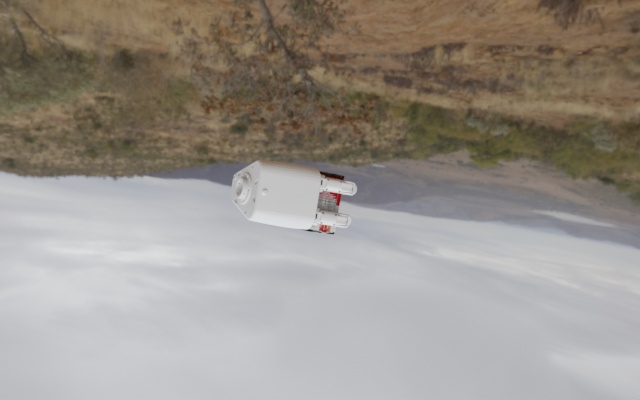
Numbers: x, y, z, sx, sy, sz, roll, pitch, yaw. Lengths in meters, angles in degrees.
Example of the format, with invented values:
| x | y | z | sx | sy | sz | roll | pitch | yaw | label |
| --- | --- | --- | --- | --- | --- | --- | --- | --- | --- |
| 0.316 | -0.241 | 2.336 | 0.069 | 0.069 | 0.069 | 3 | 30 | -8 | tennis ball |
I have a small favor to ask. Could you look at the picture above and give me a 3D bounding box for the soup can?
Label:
| x | y | z | sx | sy | sz | roll | pitch | yaw | label |
| --- | --- | --- | --- | --- | --- | --- | --- | --- | --- |
| 0.000 | 0.003 | 0.819 | 0.068 | 0.102 | 0.068 | 9 | 1 | 0 | soup can |
